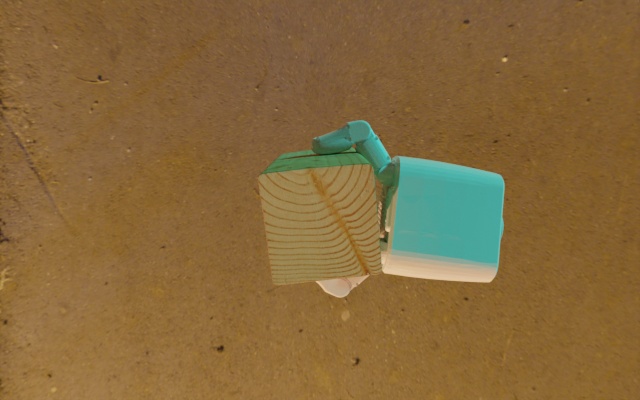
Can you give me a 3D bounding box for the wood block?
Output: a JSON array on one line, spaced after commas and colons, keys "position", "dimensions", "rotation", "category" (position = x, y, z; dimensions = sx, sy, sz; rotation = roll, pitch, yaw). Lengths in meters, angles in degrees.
[{"position": [0.000, 0.001, 0.467], "dimensions": [0.090, 0.091, 0.206], "rotation": [-6, 9, 1], "category": "wood block"}]
